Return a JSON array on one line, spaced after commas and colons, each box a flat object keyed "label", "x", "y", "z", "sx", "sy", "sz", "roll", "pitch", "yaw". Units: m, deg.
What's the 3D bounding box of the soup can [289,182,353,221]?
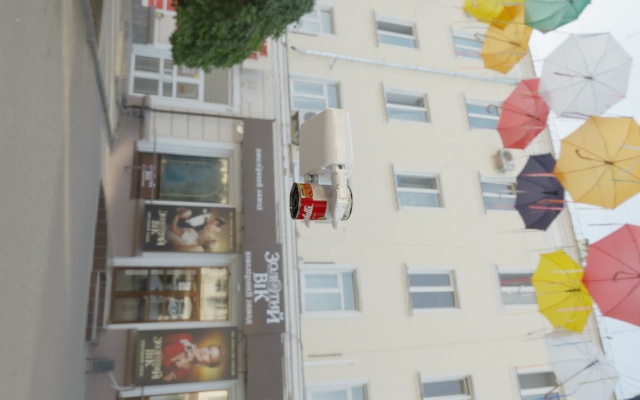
[{"label": "soup can", "x": 0.000, "y": 0.003, "z": 0.873, "sx": 0.102, "sy": 0.068, "sz": 0.068, "roll": 2, "pitch": -1, "yaw": -19}]
